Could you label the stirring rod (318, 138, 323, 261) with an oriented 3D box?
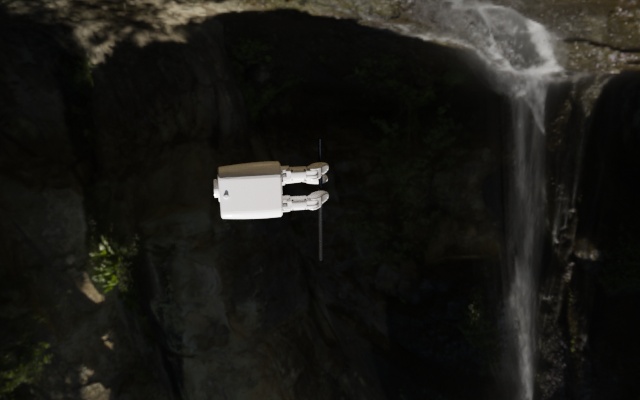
[{"bbox_3d":[0.000,0.003,0.894,0.011,0.240,0.011,0,20,0],"label":"stirring rod"}]
